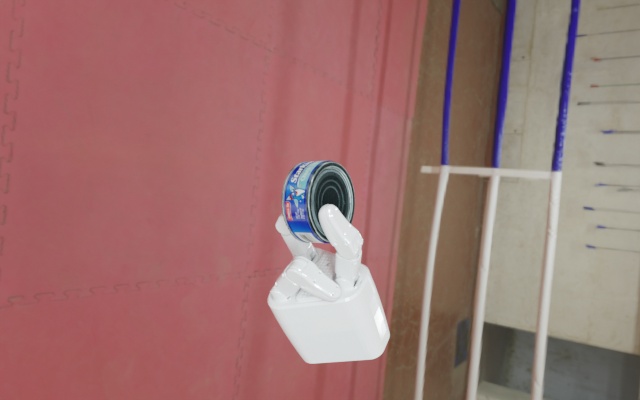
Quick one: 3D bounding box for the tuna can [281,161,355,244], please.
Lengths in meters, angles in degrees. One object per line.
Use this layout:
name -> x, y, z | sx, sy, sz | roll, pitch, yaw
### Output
tuna can -> 0.001, 0.002, 0.493 | 0.034, 0.086, 0.086 | 0, 0, 37
